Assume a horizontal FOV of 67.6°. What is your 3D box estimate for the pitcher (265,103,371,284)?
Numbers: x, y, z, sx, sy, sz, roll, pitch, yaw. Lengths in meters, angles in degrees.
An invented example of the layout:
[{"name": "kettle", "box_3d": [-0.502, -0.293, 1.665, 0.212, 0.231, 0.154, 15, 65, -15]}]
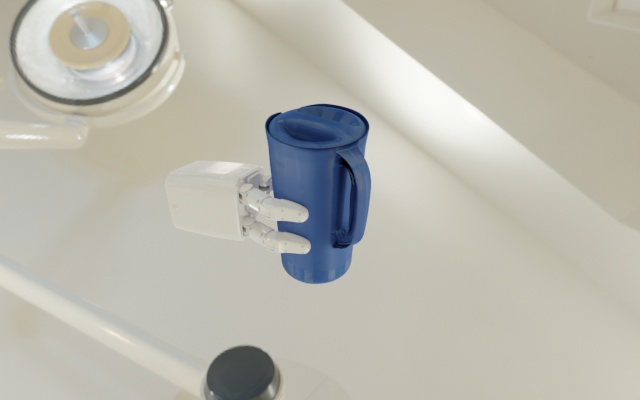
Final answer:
[{"name": "pitcher", "box_3d": [0.000, 0.002, 0.662, 0.145, 0.243, 0.149, 6, 35, 9]}]
